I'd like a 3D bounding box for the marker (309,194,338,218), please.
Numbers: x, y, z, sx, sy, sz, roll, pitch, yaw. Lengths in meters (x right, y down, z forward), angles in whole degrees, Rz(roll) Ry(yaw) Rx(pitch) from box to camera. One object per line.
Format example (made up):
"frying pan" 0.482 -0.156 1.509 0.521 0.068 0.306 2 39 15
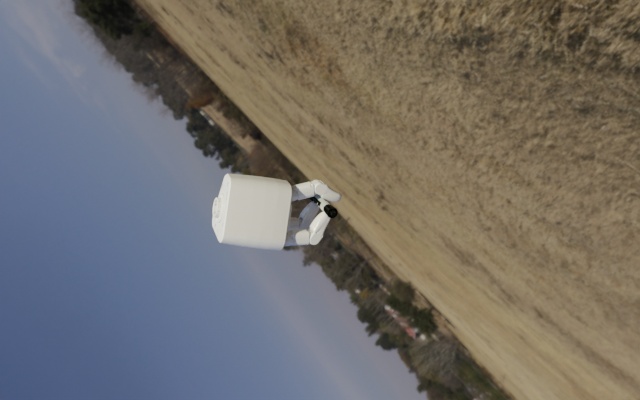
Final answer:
"marker" 0.000 0.003 0.831 0.020 0.020 0.121 0 19 -22
